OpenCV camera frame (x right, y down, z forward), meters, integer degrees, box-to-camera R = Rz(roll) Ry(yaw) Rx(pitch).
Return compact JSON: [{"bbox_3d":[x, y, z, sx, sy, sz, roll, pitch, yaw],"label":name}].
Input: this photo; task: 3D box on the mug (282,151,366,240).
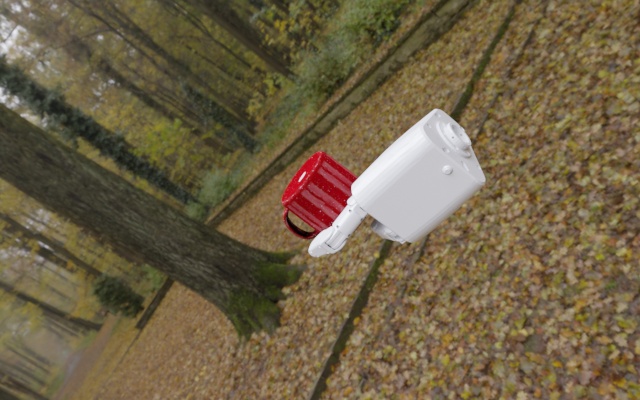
[{"bbox_3d":[-0.001,0.003,0.584,0.081,0.117,0.093,37,32,-14],"label":"mug"}]
